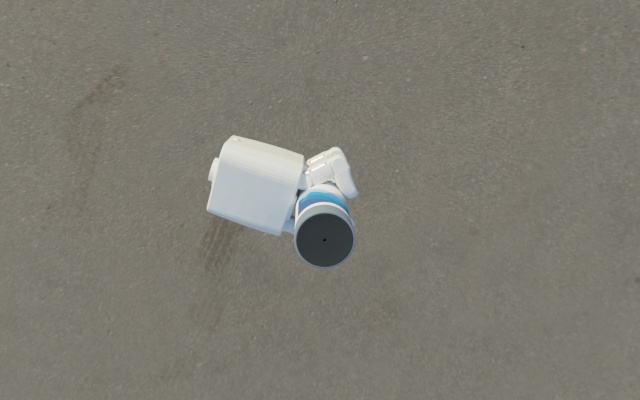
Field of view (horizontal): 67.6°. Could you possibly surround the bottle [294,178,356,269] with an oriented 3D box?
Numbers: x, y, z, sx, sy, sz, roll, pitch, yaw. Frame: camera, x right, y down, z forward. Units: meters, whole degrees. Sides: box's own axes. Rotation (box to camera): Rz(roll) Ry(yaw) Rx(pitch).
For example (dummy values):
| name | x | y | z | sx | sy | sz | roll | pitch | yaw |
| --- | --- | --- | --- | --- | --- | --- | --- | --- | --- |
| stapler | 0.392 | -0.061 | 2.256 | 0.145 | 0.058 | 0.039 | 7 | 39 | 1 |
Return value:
| name | x | y | z | sx | sy | sz | roll | pitch | yaw |
| --- | --- | --- | --- | --- | --- | --- | --- | --- | --- |
| bottle | 0.000 | 0.002 | 0.653 | 0.069 | 0.069 | 0.295 | 0 | 16 | -2 |
